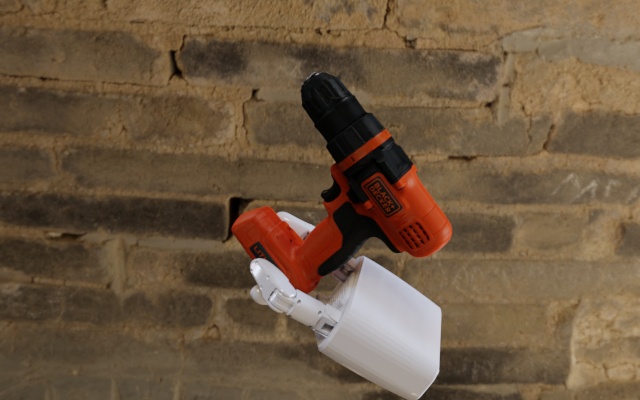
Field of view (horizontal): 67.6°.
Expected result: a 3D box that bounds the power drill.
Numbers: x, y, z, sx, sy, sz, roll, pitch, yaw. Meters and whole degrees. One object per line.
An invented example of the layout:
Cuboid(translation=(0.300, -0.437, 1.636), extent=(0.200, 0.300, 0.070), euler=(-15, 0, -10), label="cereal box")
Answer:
Cuboid(translation=(0.000, 0.002, 0.447), extent=(0.188, 0.184, 0.057), euler=(-36, 1, 35), label="power drill")
